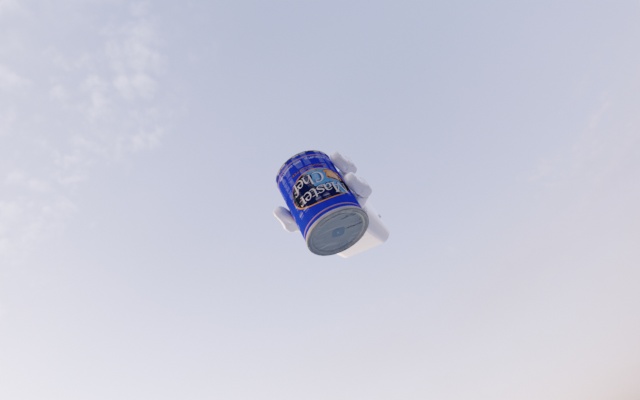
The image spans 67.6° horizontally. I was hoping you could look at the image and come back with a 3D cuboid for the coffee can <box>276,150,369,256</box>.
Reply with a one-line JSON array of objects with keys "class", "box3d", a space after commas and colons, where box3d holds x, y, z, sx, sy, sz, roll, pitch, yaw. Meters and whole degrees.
[{"class": "coffee can", "box3d": [0.000, 0.003, 0.759, 0.103, 0.103, 0.140, 0, 42, -32]}]
